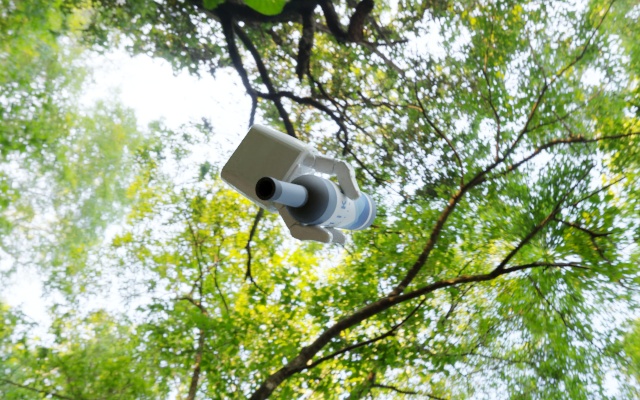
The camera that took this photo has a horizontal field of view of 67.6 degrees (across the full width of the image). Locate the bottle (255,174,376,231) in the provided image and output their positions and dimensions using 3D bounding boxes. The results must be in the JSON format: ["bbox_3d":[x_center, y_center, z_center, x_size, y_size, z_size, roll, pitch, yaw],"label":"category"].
[{"bbox_3d":[0.000,0.002,0.667,0.069,0.069,0.296,0,-6,25],"label":"bottle"}]
